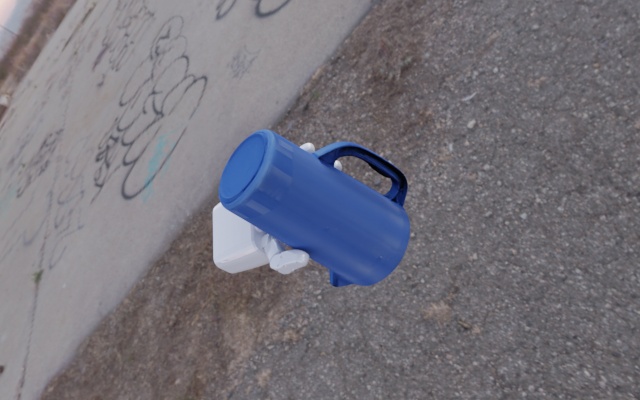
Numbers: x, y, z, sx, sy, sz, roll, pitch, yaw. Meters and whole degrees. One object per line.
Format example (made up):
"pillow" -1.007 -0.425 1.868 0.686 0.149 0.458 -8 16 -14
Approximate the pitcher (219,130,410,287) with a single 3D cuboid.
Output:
"pitcher" 0.000 0.002 0.626 0.243 0.149 0.145 31 -38 -33
